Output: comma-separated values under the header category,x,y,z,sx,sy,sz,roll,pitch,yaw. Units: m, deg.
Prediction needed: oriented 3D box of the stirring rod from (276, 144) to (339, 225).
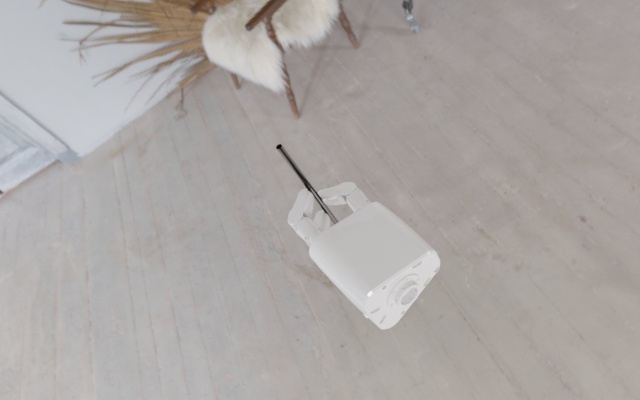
category,x,y,z,sx,sy,sz,roll,pitch,yaw
stirring rod,0.000,0.002,0.651,0.011,0.011,0.240,0,-33,29
